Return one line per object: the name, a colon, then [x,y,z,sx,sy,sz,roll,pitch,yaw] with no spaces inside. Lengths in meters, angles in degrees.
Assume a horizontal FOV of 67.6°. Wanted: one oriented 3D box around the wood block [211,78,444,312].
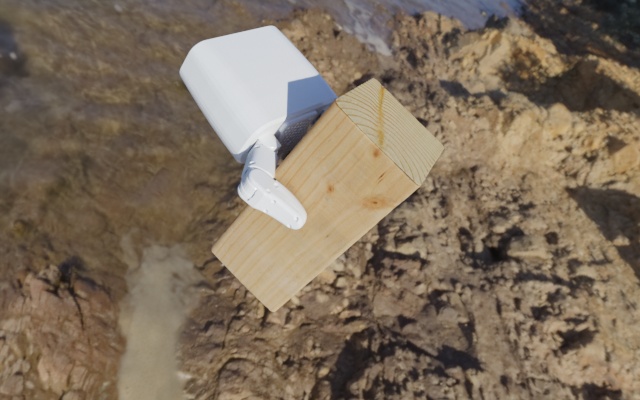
wood block: [0.000,0.001,0.437,0.206,0.090,0.090,-46,-1,36]
